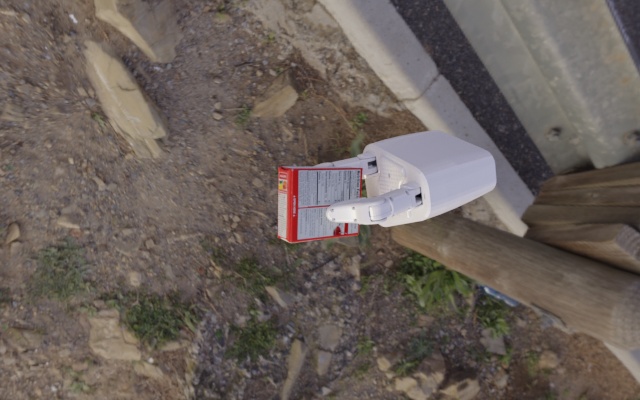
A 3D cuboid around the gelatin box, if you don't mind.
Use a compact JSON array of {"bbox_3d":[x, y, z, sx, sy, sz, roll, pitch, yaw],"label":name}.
[{"bbox_3d":[0.000,0.002,0.492,0.089,0.073,0.030,-4,10,-34],"label":"gelatin box"}]
